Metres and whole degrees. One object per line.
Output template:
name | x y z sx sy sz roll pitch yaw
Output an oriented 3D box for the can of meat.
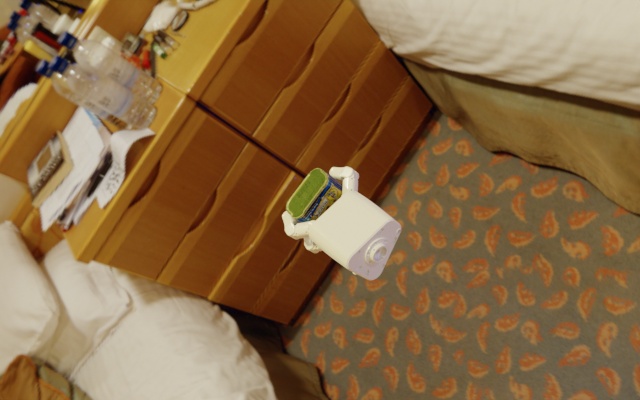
can of meat | 0.000 0.003 0.849 0.084 0.102 0.057 33 5 -44
